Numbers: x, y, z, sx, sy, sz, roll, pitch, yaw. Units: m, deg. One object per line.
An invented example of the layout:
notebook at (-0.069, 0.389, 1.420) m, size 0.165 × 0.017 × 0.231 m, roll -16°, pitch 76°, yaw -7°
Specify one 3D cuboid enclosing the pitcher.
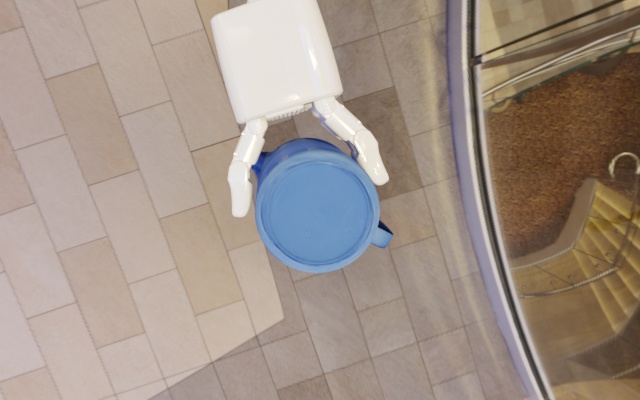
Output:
pitcher at (0.000, 0.002, 0.519) m, size 0.149 × 0.145 × 0.243 m, roll -14°, pitch 8°, yaw -2°
